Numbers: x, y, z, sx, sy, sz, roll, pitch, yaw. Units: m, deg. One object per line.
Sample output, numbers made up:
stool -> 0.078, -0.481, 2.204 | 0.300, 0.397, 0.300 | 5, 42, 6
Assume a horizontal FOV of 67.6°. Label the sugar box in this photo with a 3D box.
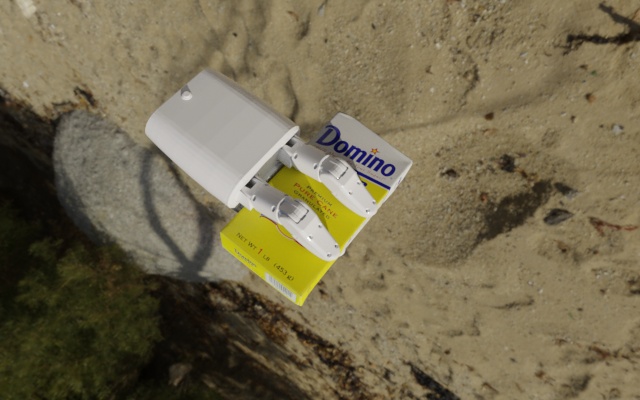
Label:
sugar box -> 0.000, 0.001, 0.450 | 0.093, 0.176, 0.048 | 37, -22, 9
